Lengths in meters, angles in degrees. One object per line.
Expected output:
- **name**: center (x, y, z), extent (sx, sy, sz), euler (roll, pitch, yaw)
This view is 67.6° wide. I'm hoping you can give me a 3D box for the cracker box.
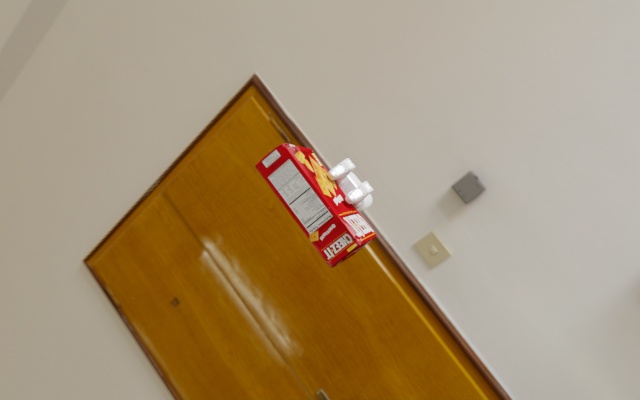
- **cracker box**: center (0.000, 0.003, 0.841), extent (0.072, 0.213, 0.164), euler (-40, -9, 14)
